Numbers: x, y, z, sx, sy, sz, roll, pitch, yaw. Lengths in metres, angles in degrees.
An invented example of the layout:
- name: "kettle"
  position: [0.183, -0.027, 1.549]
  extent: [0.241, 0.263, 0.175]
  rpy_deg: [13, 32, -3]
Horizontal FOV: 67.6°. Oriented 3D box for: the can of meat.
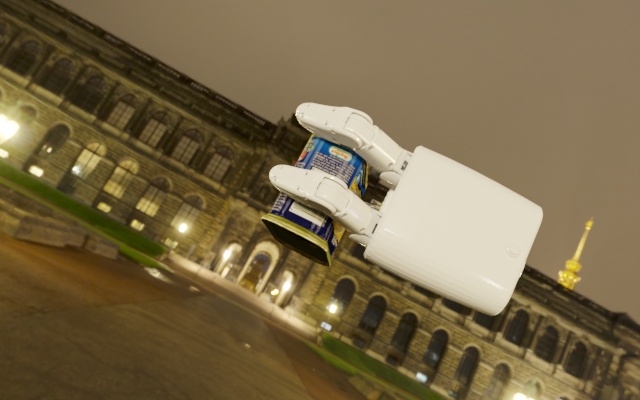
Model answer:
- name: "can of meat"
  position: [0.000, 0.001, 0.406]
  extent: [0.057, 0.084, 0.102]
  rpy_deg: [26, -14, 11]
